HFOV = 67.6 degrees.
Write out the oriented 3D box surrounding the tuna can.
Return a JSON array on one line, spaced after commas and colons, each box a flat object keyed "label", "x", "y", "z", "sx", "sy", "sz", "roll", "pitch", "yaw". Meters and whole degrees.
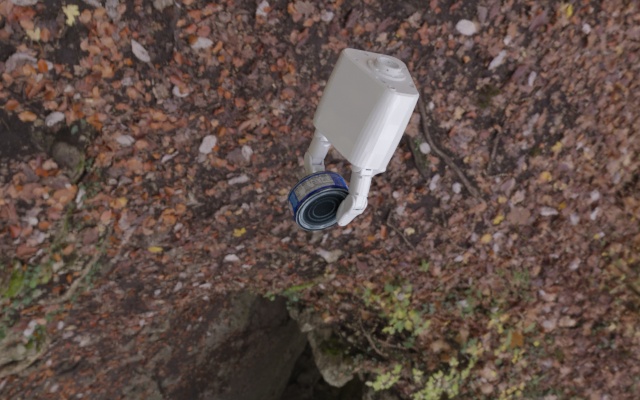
[{"label": "tuna can", "x": 0.000, "y": 0.003, "z": 0.646, "sx": 0.086, "sy": 0.033, "sz": 0.086, "roll": -16, "pitch": -39, "yaw": -13}]
